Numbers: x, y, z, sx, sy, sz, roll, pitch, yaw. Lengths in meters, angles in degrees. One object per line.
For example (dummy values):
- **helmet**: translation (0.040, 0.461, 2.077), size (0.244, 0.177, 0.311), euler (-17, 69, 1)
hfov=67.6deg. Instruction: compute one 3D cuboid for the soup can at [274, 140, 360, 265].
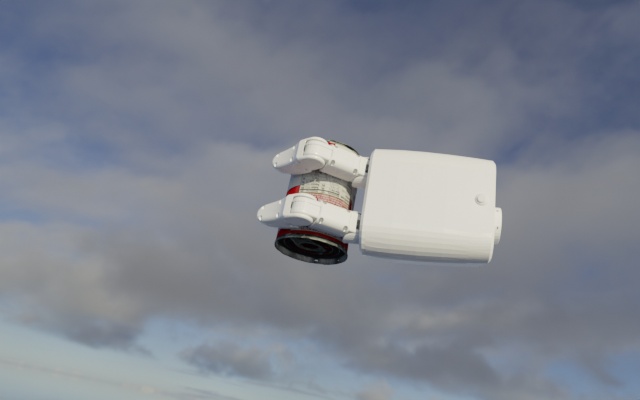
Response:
- **soup can**: translation (0.000, 0.001, 0.454), size (0.068, 0.102, 0.068), euler (9, -25, 4)
